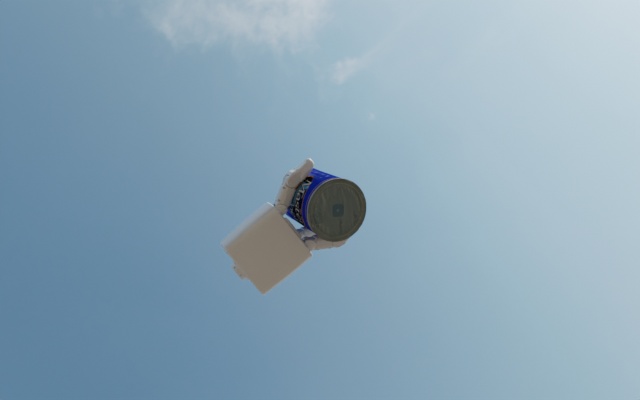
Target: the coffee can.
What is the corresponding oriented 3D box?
[{"bbox_3d":[0.000,0.003,0.812,0.103,0.103,0.140,0,11,-24],"label":"coffee can"}]
